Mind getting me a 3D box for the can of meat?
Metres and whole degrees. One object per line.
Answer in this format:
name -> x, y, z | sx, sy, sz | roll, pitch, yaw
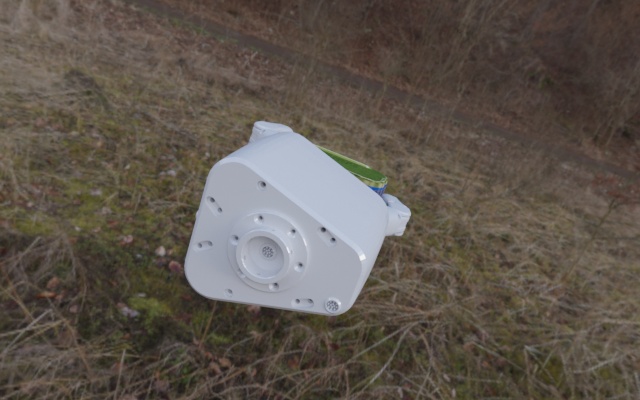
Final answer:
can of meat -> 0.000, 0.001, 0.425 | 0.102, 0.084, 0.057 | 23, 18, 10
